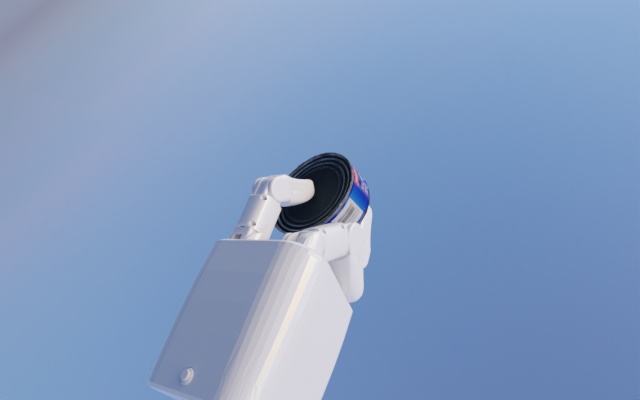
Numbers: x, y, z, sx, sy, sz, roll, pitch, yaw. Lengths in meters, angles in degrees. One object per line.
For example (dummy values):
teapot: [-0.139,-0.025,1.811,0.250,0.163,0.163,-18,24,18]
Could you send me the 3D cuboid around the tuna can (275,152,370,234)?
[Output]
tuna can: [0.000,0.002,0.423,0.086,0.086,0.034,0,-34,43]
